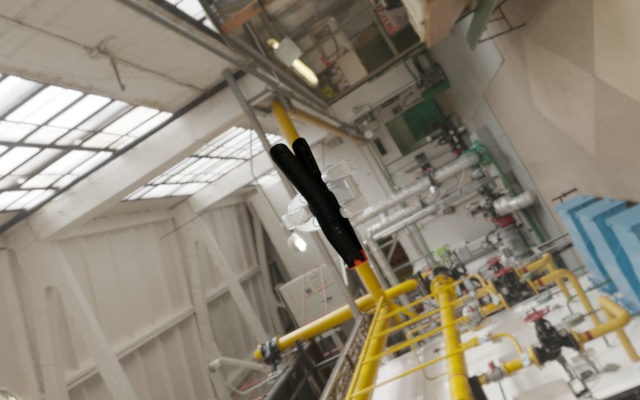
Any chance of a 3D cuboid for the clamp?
[{"bbox_3d":[0.000,0.003,0.660,0.036,0.210,0.164,-29,-2,13],"label":"clamp"}]
